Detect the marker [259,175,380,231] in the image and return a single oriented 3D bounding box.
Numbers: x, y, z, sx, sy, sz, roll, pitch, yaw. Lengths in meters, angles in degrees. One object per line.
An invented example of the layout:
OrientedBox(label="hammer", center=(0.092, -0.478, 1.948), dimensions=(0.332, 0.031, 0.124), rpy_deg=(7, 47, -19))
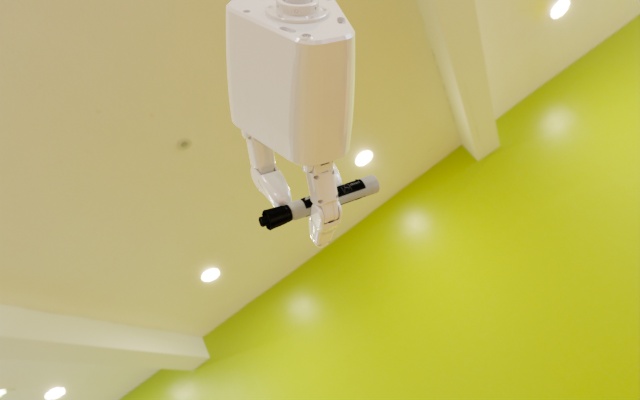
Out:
OrientedBox(label="marker", center=(0.000, 0.001, 0.442), dimensions=(0.121, 0.020, 0.020), rpy_deg=(-18, 7, -23))
